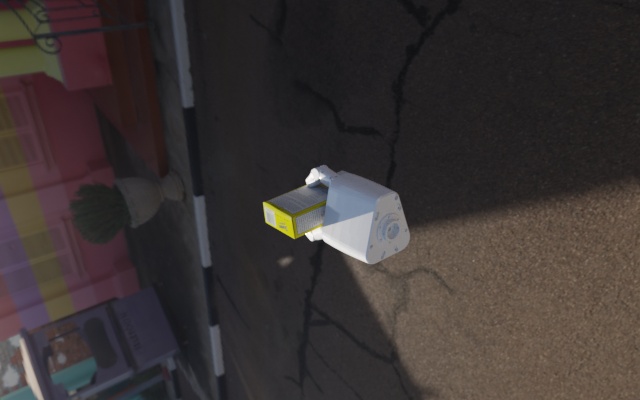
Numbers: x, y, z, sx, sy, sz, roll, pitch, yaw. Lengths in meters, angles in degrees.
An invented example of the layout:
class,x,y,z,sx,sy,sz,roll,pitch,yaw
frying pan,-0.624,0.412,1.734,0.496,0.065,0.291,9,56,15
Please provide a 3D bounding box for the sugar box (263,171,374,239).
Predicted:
class,x,y,z,sx,sy,sz,roll,pitch,yaw
sugar box,0.000,0.003,0.816,0.176,0.048,0.093,-20,28,-31
